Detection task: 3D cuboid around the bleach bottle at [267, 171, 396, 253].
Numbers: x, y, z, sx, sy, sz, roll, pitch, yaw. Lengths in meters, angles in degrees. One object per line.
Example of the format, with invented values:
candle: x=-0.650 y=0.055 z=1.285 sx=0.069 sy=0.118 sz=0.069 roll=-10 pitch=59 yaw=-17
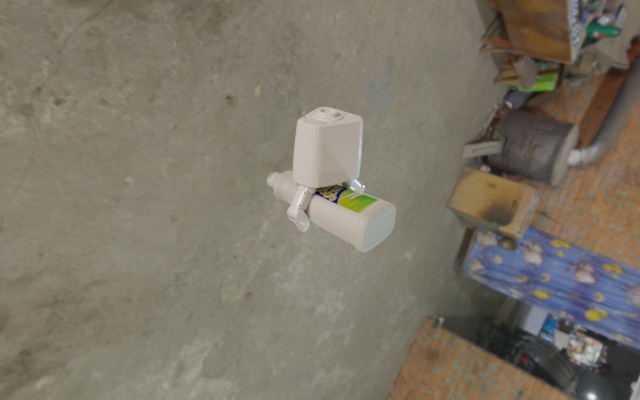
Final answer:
bleach bottle: x=0.000 y=0.003 z=0.832 sx=0.250 sy=0.068 sz=0.102 roll=23 pitch=33 yaw=33
